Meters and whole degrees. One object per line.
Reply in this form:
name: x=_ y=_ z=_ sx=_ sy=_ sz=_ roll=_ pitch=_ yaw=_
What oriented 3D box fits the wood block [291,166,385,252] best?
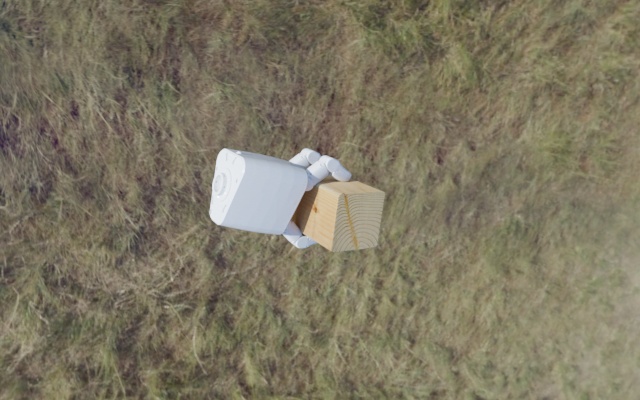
wood block: x=0.000 y=0.003 z=0.782 sx=0.090 sy=0.091 sz=0.206 roll=-4 pitch=19 yaw=-34
